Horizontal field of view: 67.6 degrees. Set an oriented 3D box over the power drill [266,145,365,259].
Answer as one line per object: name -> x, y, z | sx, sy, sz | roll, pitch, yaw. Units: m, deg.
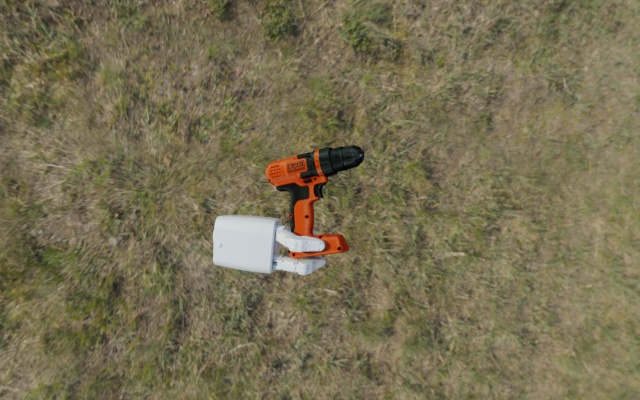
power drill -> 0.000, 0.003, 0.845 | 0.184, 0.187, 0.057 | -11, -7, 21
